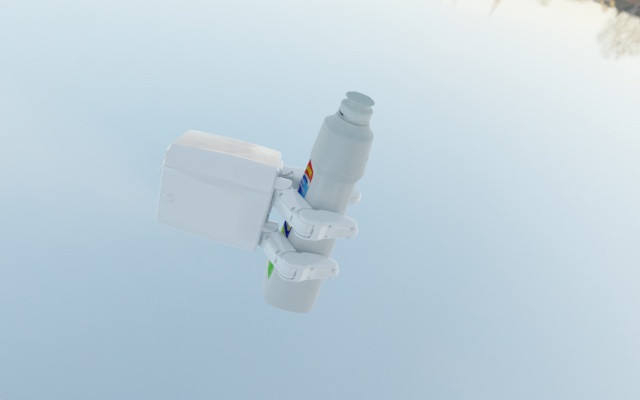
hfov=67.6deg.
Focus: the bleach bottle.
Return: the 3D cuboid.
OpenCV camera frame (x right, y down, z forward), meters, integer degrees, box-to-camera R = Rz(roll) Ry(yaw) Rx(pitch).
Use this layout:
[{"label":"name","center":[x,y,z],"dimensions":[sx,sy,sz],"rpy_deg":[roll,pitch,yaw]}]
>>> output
[{"label":"bleach bottle","center":[0.000,0.002,0.506],"dimensions":[0.068,0.251,0.102],"rpy_deg":[15,33,-7]}]
